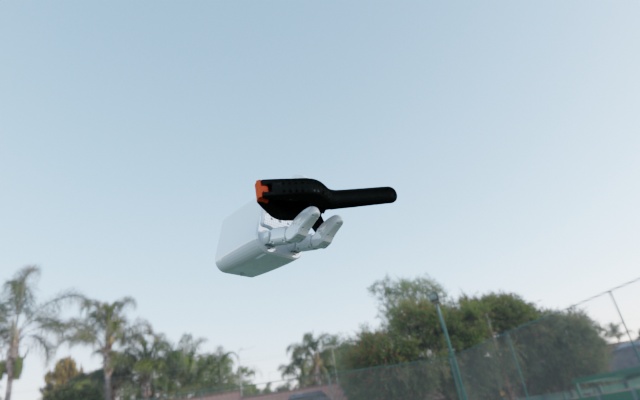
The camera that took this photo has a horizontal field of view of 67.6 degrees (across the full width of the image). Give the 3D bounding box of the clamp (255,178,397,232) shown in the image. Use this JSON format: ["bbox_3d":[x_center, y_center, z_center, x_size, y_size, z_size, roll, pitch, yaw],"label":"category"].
[{"bbox_3d":[-0.001,0.002,0.692,0.164,0.036,0.210,-30,-32,31],"label":"clamp"}]
